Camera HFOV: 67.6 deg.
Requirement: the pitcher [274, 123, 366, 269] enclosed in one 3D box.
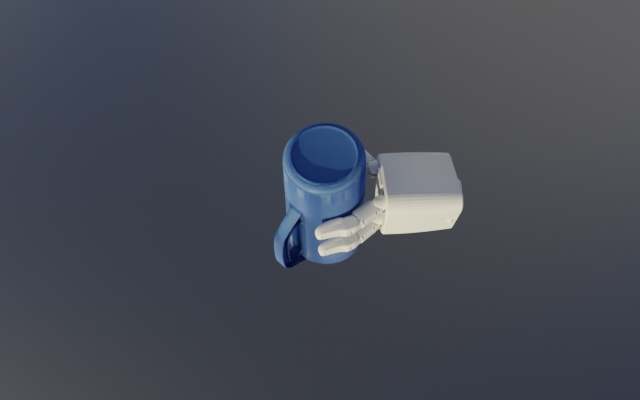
[{"bbox_3d":[0.000,0.002,0.708,0.145,0.149,0.243,-2,-26,1],"label":"pitcher"}]
